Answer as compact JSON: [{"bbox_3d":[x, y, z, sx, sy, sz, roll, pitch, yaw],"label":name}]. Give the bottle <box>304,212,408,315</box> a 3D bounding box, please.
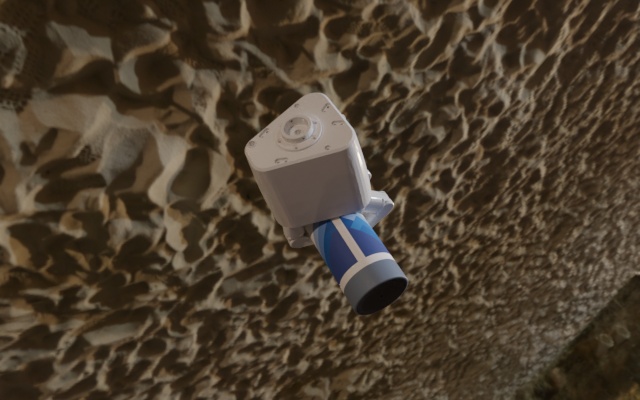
[{"bbox_3d":[0.000,0.002,0.593,0.069,0.069,0.295,0,43,-38],"label":"bottle"}]
